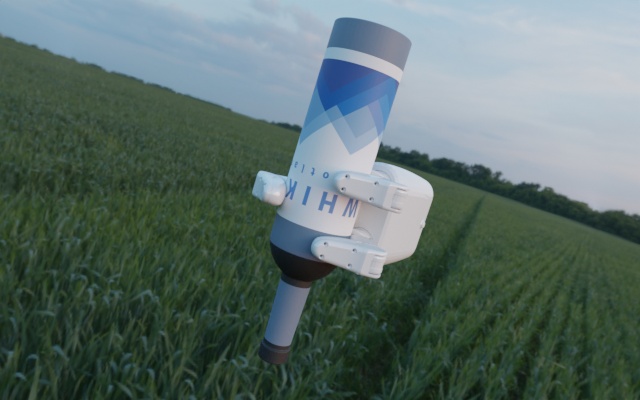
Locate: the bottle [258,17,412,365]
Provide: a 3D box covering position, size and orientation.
[{"bbox_3d":[0.000,0.001,0.411,0.069,0.296,0.069,17,7,-2],"label":"bottle"}]
